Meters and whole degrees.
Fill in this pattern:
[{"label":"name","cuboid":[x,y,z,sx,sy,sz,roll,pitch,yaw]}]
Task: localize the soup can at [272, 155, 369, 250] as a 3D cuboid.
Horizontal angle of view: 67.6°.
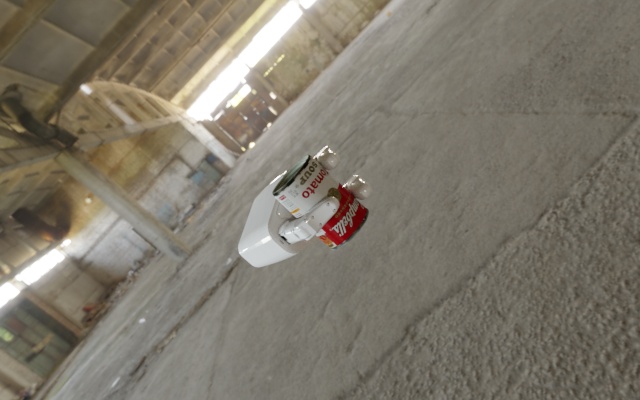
[{"label":"soup can","cuboid":[0.000,0.002,0.583,0.102,0.068,0.068,43,-12,-13]}]
